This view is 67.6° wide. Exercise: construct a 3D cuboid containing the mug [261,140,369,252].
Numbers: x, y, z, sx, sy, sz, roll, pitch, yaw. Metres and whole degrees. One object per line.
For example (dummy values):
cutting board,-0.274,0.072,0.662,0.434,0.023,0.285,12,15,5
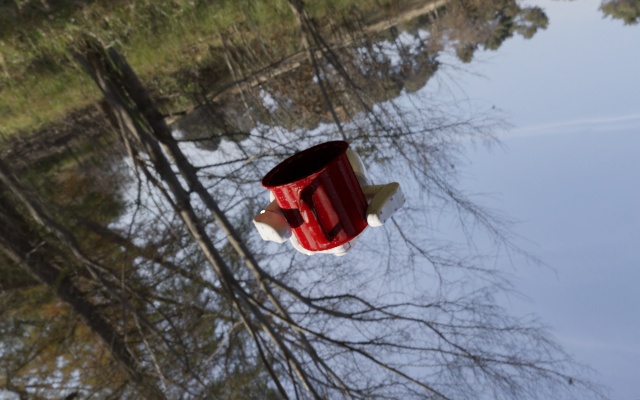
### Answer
mug,0.000,0.002,0.466,0.093,0.081,0.117,-22,21,10
